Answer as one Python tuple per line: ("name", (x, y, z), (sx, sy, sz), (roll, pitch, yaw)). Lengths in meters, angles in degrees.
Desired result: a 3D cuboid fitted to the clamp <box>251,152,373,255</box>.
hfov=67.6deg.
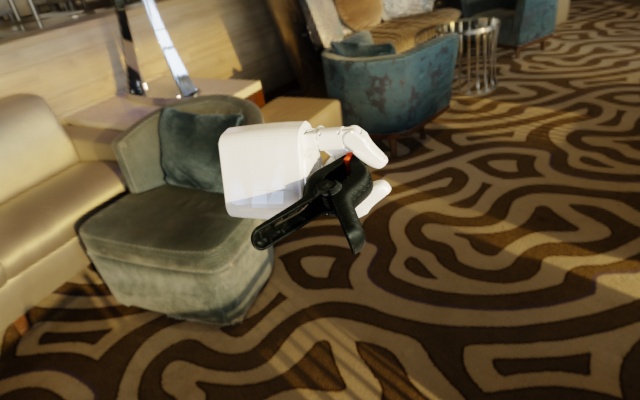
("clamp", (0.000, 0.001, 0.514), (0.120, 0.039, 0.171), (0, 31, 16))
